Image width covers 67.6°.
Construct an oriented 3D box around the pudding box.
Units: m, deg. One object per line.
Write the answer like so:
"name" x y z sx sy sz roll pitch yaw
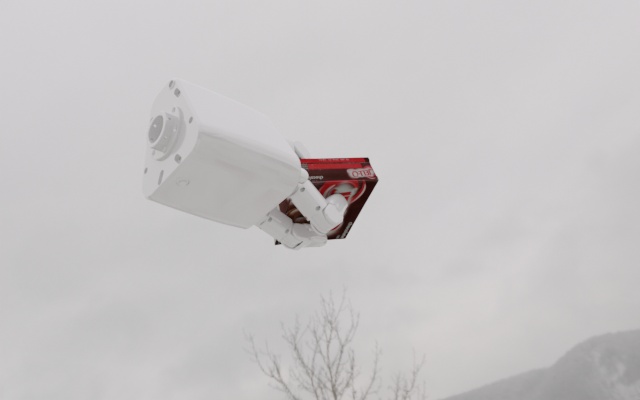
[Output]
"pudding box" 0.000 0.002 0.519 0.090 0.039 0.114 -3 -34 -22
